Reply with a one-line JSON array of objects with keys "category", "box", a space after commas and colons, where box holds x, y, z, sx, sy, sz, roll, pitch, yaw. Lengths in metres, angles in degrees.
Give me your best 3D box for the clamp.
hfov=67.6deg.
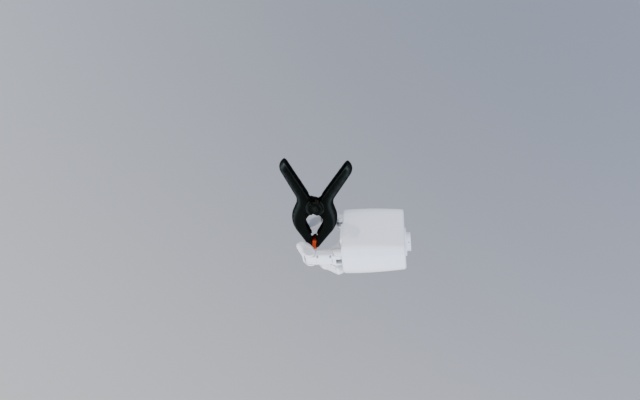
[{"category": "clamp", "box": [0.000, 0.003, 0.821, 0.120, 0.171, 0.039, -3, 28, 11]}]
